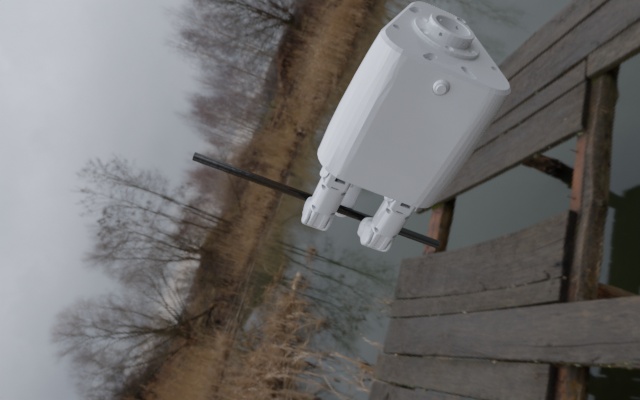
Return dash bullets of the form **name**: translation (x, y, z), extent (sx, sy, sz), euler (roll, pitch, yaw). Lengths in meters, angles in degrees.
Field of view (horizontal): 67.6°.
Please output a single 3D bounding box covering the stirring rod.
- **stirring rod**: translation (0.000, 0.001, 0.439), extent (0.239, 0.011, 0.011), euler (20, -3, -8)
